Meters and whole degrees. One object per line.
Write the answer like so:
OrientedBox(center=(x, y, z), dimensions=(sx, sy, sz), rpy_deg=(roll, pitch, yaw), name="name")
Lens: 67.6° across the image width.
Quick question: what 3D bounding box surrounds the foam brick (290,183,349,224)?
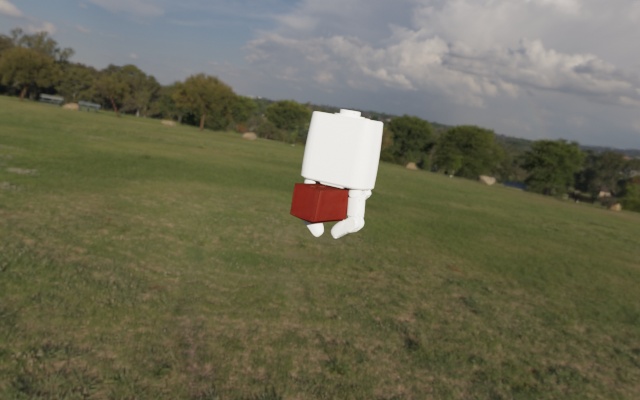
OrientedBox(center=(0.000, 0.003, 0.737), dimensions=(0.053, 0.051, 0.078), rpy_deg=(19, 14, 39), name="foam brick")
